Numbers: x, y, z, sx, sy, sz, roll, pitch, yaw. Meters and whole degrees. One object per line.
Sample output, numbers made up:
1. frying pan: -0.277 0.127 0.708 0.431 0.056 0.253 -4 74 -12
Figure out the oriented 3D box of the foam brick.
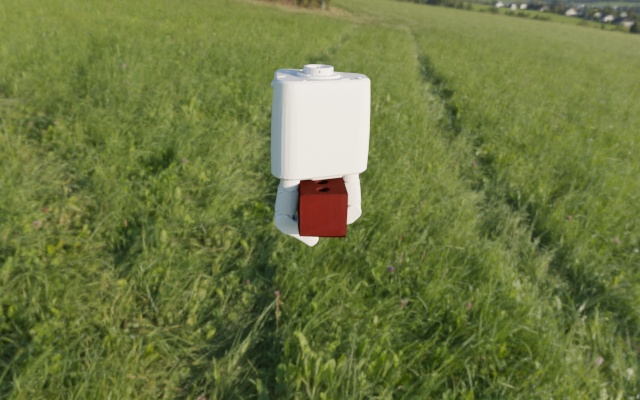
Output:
1. foam brick: 0.000 0.002 0.540 0.053 0.051 0.078 0 24 -6
